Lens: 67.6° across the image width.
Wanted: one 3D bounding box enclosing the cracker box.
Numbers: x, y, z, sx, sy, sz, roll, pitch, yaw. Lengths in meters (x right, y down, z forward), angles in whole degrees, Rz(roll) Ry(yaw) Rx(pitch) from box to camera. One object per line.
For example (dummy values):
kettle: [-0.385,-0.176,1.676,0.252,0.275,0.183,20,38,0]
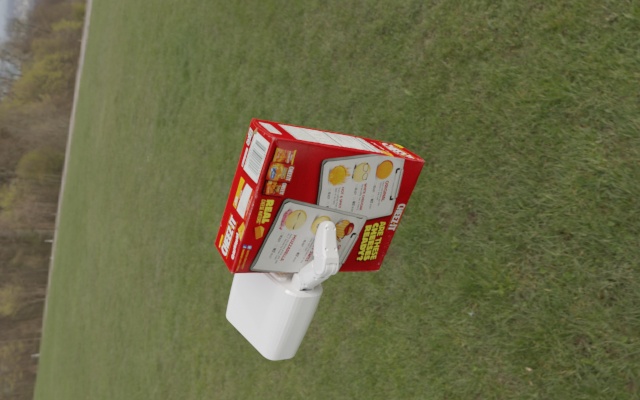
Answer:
cracker box: [0.000,0.002,0.570,0.214,0.164,0.072,4,26,-35]
